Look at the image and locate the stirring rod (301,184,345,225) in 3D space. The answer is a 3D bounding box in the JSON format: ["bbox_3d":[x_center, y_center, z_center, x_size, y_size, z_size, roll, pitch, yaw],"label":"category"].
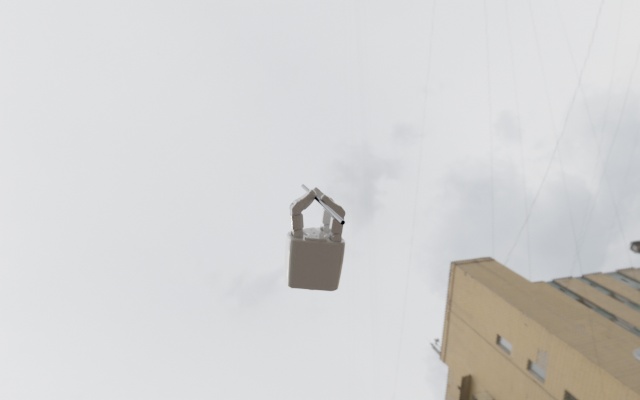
[{"bbox_3d":[0.000,0.003,0.899,0.011,0.011,0.239,0,16,-19],"label":"stirring rod"}]
